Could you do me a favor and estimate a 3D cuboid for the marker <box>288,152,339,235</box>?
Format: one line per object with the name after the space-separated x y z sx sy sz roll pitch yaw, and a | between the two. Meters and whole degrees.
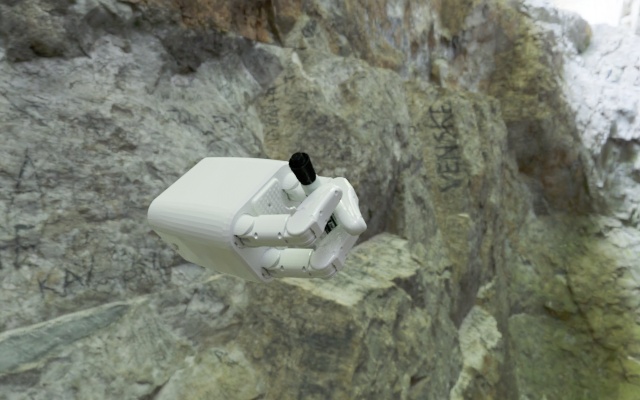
0.000 0.001 0.427 0.020 0.020 0.121 0 -38 25 | marker
